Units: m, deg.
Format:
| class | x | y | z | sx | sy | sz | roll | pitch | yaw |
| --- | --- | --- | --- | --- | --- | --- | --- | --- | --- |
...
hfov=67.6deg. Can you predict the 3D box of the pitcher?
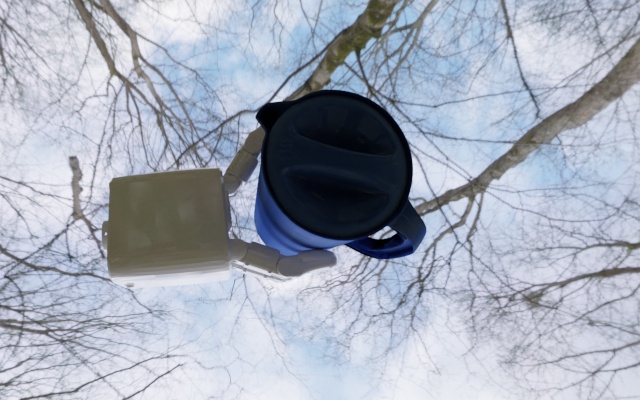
| class | x | y | z | sx | sy | sz | roll | pitch | yaw |
| --- | --- | --- | --- | --- | --- | --- | --- | --- | --- |
| pitcher | 0.000 | 0.002 | 0.508 | 0.145 | 0.149 | 0.243 | -7 | -12 | -14 |
